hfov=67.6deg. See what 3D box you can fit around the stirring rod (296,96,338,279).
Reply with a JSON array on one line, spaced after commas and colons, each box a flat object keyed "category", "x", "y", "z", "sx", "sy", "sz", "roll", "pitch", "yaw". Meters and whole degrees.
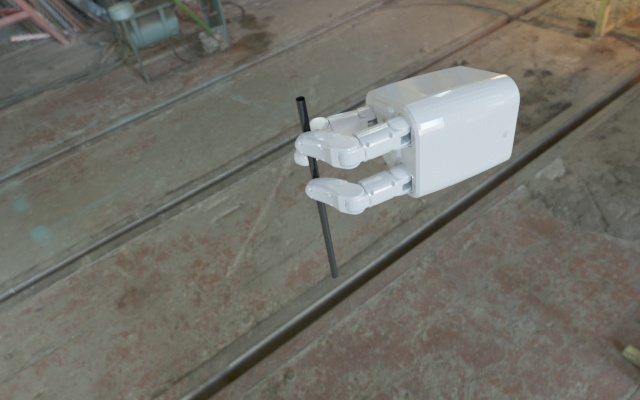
[{"category": "stirring rod", "x": 0.000, "y": 0.002, "z": 0.484, "sx": 0.011, "sy": 0.240, "sz": 0.011, "roll": -6, "pitch": 42, "yaw": 6}]
